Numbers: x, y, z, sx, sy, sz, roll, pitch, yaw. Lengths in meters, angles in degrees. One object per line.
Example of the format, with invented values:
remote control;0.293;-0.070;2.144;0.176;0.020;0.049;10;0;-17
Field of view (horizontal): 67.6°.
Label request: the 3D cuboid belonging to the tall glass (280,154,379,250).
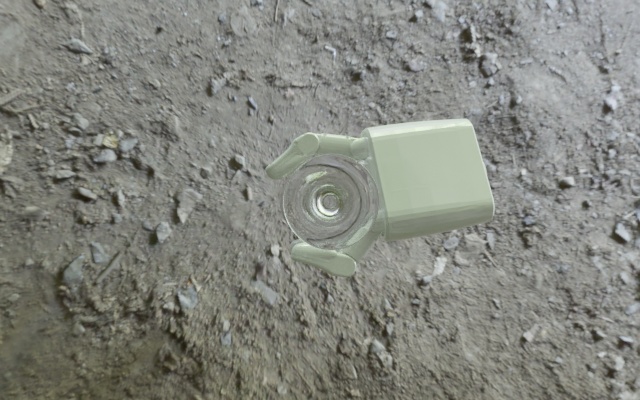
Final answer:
tall glass;0.000;0.001;0.462;0.079;0.079;0.201;0;0;-5
